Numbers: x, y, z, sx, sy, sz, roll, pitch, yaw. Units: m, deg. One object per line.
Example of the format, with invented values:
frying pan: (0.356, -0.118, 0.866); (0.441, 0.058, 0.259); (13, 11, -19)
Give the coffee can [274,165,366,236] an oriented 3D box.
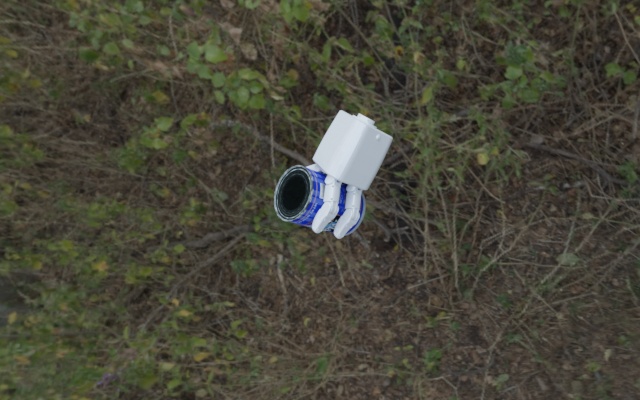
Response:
coffee can: (0.000, 0.003, 0.883); (0.140, 0.103, 0.103); (18, -12, -42)
